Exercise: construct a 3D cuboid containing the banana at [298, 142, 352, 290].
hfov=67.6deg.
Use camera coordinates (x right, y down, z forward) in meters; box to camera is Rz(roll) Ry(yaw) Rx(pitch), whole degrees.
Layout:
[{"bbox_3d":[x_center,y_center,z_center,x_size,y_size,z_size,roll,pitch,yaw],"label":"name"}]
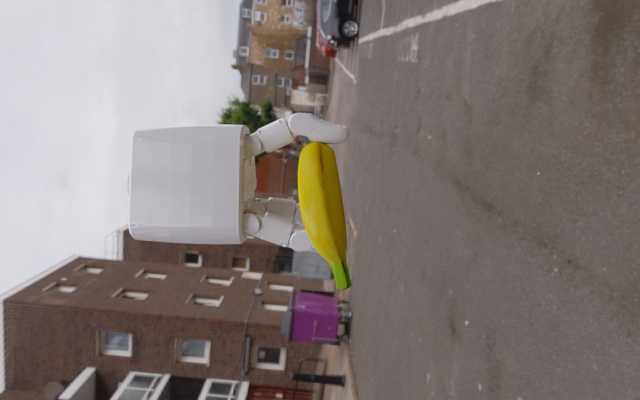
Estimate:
[{"bbox_3d":[-0.001,-0.012,0.435,0.037,0.070,0.197,-5,36,0],"label":"banana"}]
